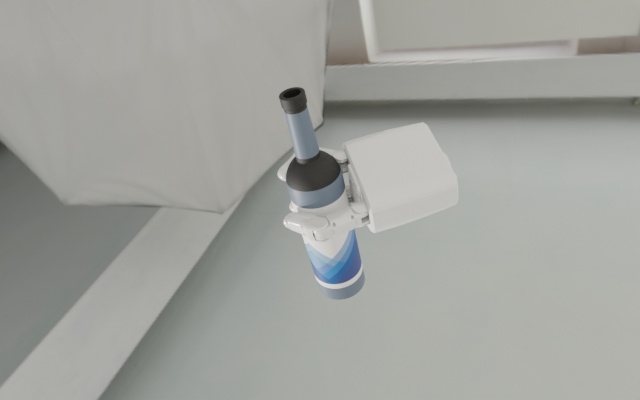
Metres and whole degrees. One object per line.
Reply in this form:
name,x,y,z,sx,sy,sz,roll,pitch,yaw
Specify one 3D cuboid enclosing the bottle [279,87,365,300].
bottle,0.000,0.002,0.578,0.069,0.296,0.069,-9,39,7
